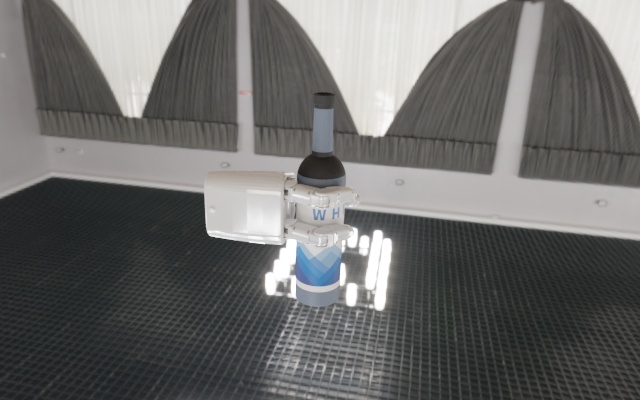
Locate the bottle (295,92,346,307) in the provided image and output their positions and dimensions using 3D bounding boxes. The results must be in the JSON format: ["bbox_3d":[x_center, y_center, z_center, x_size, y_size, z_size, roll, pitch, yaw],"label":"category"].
[{"bbox_3d":[0.000,0.002,0.657,0.069,0.296,0.069,2,21,-1],"label":"bottle"}]
